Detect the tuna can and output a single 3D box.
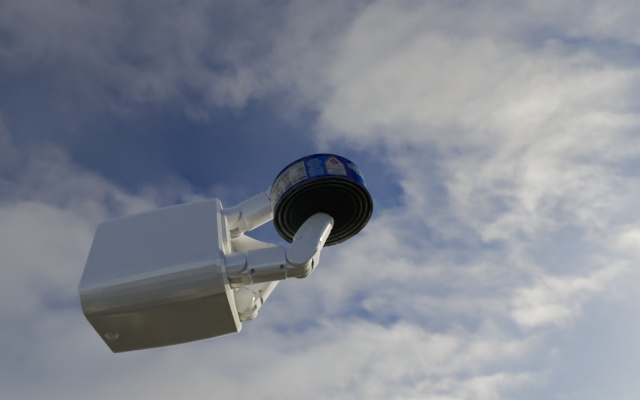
[{"bbox_3d":[0.000,0.001,0.414,0.086,0.033,0.086,-7,-44,-7],"label":"tuna can"}]
